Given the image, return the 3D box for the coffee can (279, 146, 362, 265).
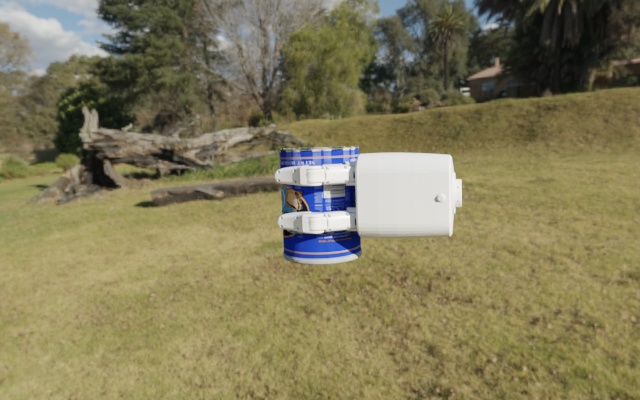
[{"bbox_3d":[0.000,0.002,0.615,0.103,0.140,0.103,-2,7,0],"label":"coffee can"}]
